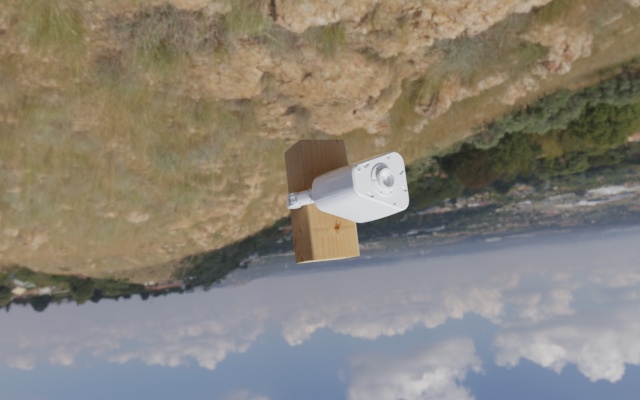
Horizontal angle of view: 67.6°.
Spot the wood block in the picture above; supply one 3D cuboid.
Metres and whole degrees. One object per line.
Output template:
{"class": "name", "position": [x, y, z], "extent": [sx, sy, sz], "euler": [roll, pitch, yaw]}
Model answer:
{"class": "wood block", "position": [0.000, 0.003, 0.852], "extent": [0.091, 0.206, 0.090], "euler": [-3, -9, -23]}
